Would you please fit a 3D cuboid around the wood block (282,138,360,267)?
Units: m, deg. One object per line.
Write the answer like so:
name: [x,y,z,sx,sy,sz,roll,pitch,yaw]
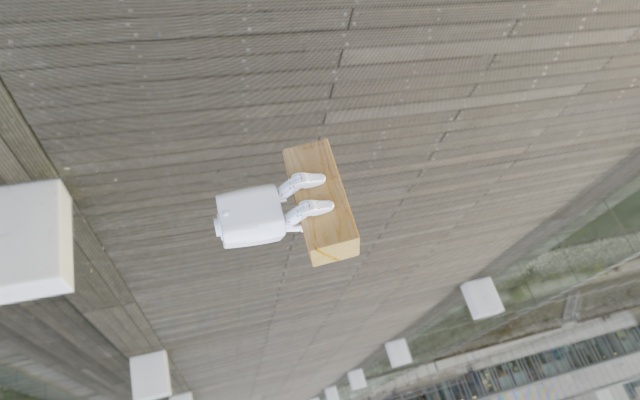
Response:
wood block: [0.000,0.003,0.873,0.090,0.206,0.091,-15,-26,-4]
